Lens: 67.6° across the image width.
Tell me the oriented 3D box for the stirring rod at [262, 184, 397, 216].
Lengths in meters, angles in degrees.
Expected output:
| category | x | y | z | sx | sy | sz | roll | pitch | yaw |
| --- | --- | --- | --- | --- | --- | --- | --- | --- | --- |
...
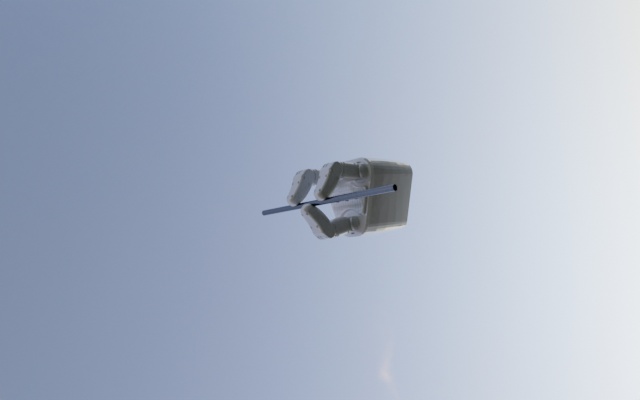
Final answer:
| category | x | y | z | sx | sy | sz | roll | pitch | yaw |
| --- | --- | --- | --- | --- | --- | --- | --- | --- | --- |
| stirring rod | 0.000 | 0.002 | 0.619 | 0.011 | 0.011 | 0.239 | 0 | -8 | -44 |
